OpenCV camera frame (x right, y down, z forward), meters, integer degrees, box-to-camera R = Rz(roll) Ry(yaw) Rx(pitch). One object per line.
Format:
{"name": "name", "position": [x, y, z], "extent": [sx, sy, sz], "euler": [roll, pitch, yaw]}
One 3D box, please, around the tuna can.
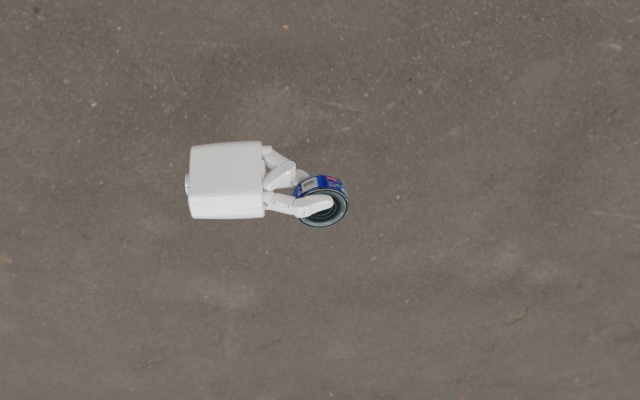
{"name": "tuna can", "position": [0.000, 0.003, 0.732], "extent": [0.086, 0.086, 0.033], "euler": [0, 43, -11]}
